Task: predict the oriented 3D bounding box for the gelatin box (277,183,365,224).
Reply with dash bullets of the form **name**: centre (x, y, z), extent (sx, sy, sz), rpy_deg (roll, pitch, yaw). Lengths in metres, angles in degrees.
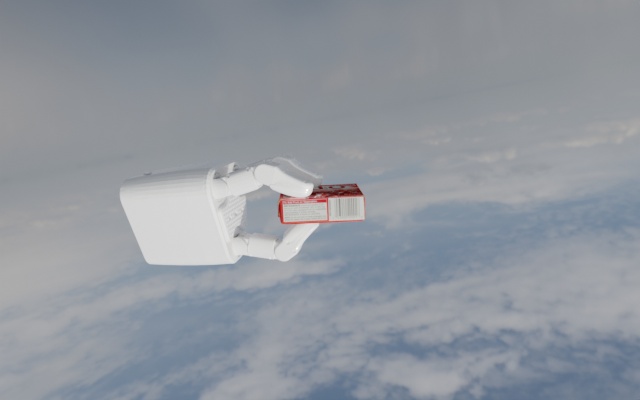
- **gelatin box**: centre (0.000, 0.002, 0.515), extent (0.089, 0.030, 0.073), rpy_deg (-2, 11, -2)
